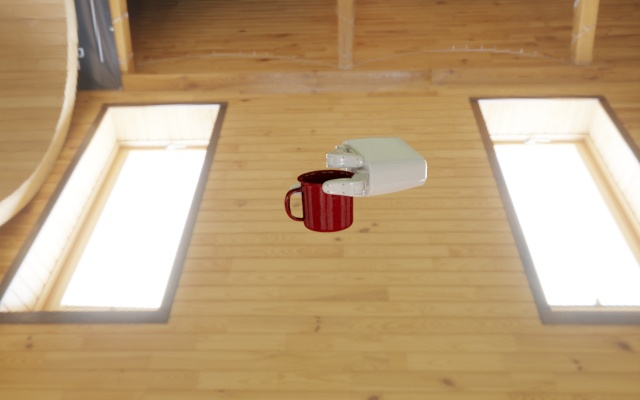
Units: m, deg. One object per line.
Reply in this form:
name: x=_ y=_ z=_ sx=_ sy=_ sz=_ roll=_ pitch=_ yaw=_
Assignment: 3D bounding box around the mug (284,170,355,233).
mug: x=-0.001 y=0.003 z=0.757 sx=0.117 sy=0.081 sz=0.093 roll=-9 pitch=18 yaw=-20
